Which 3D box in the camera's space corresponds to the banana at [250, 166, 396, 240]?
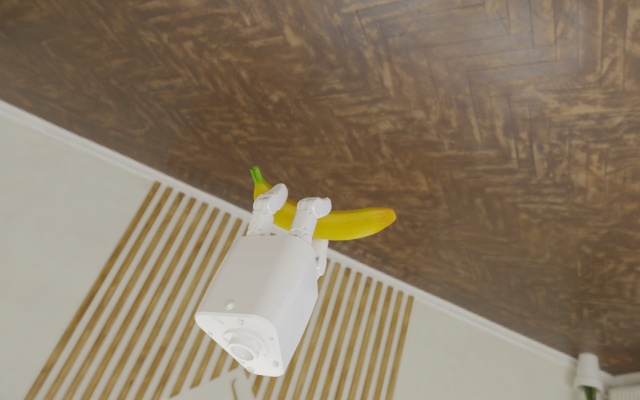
[{"bbox_3d":[-0.006,0.017,0.610,0.198,0.070,0.037,17,30,10],"label":"banana"}]
